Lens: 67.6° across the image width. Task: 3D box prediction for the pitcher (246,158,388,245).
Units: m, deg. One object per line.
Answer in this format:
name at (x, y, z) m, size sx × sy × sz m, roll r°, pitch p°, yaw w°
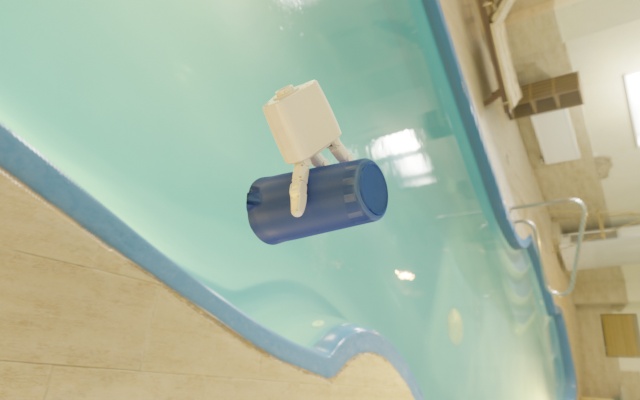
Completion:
pitcher at (0.000, 0.003, 0.868) m, size 0.243 × 0.145 × 0.149 m, roll -11°, pitch 22°, yaw 35°
